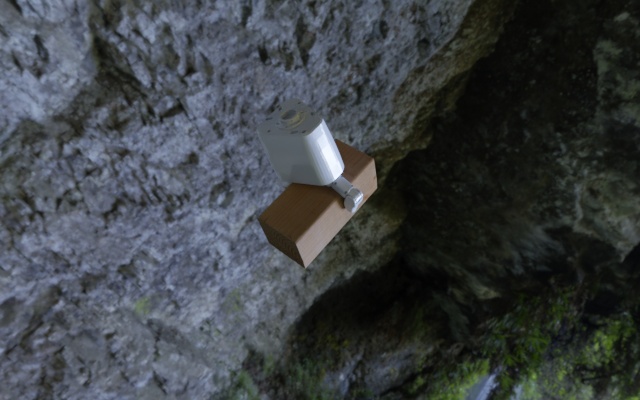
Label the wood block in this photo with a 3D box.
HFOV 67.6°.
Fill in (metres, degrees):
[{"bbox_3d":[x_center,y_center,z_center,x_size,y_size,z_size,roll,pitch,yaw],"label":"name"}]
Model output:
[{"bbox_3d":[0.000,0.003,0.833,0.090,0.206,0.090,32,-24,28],"label":"wood block"}]
